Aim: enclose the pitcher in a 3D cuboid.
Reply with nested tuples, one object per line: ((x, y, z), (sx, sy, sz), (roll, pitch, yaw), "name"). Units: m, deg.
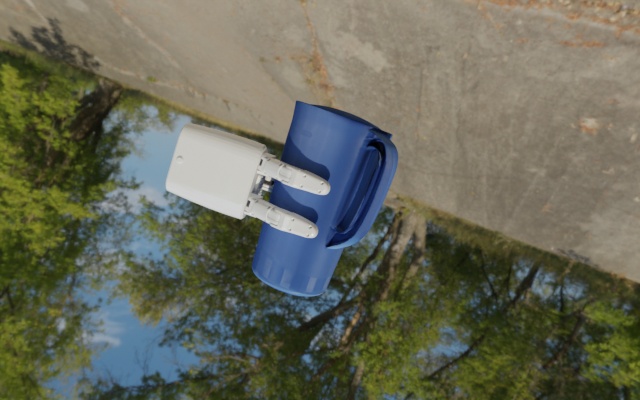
((0.000, 0.002, 0.629), (0.145, 0.243, 0.149), (19, 9, 1), "pitcher")
